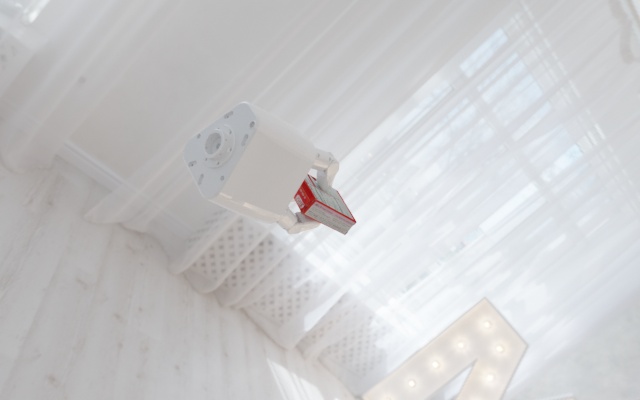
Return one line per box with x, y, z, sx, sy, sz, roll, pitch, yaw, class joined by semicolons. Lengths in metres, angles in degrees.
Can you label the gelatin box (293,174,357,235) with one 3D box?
0.001;0.002;0.655;0.089;0.030;0.073;27;22;-40;gelatin box
